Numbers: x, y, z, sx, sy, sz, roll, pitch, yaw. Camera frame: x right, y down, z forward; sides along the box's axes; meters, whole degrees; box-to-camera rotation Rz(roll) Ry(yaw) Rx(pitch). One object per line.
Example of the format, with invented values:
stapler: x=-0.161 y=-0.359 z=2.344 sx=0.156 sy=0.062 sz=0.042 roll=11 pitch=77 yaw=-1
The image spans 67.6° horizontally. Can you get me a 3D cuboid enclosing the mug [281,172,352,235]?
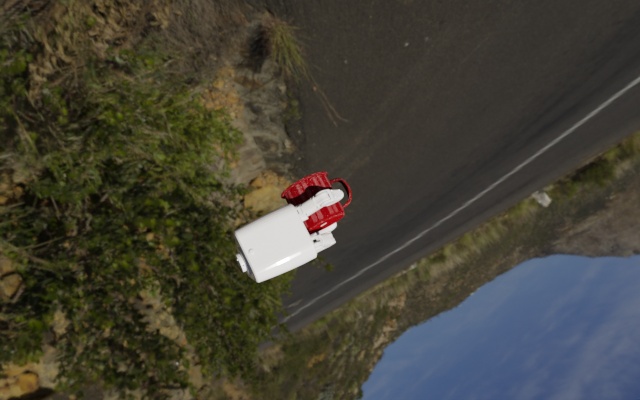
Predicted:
mug: x=0.001 y=0.002 z=0.836 sx=0.117 sy=0.081 sz=0.093 roll=-25 pitch=-12 yaw=-14
